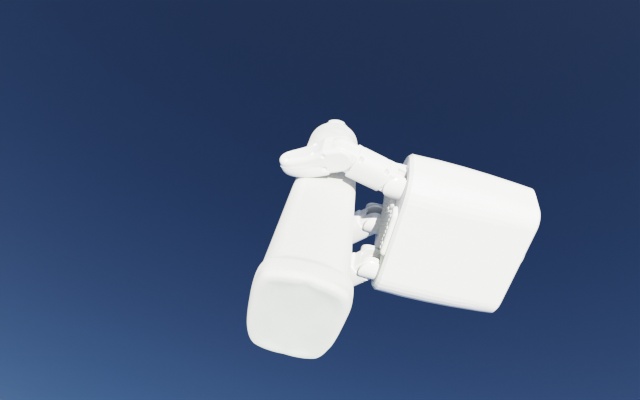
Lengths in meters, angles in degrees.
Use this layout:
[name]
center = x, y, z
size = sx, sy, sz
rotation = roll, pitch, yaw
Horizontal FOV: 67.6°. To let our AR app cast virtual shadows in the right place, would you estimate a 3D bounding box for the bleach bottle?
[bleach bottle]
center = 0.000, 0.001, 0.418
size = 0.068, 0.103, 0.250
rotation = 15, 43, -2
